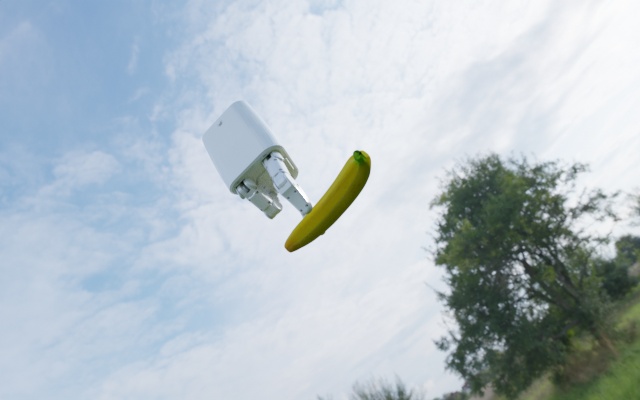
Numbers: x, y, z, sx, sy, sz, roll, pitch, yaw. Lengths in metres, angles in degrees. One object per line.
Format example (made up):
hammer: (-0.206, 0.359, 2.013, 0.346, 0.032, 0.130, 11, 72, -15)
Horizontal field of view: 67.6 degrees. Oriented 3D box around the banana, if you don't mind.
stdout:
banana: (0.015, -0.002, 0.634, 0.069, 0.037, 0.198, -9, -36, -43)
